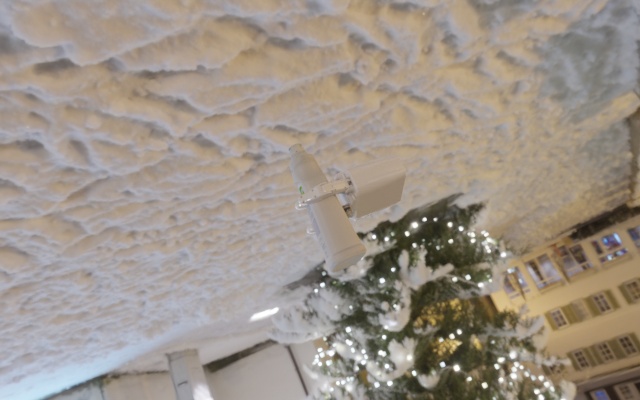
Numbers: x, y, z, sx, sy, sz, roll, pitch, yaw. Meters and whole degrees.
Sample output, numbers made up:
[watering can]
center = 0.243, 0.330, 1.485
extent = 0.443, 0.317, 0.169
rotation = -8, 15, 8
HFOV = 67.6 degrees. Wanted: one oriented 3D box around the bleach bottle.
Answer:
[bleach bottle]
center = 0.000, 0.003, 0.886
extent = 0.068, 0.250, 0.103
rotation = -20, -17, -13
